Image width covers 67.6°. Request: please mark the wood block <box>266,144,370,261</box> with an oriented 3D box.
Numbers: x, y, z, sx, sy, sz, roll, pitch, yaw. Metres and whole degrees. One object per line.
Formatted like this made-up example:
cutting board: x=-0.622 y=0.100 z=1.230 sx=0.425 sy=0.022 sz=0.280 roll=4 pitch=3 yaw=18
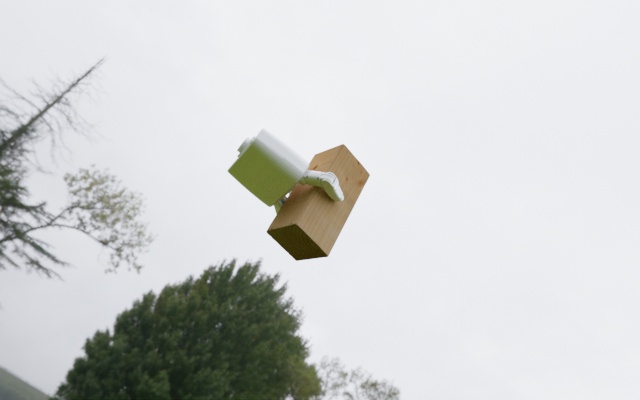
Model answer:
wood block: x=0.000 y=0.003 z=0.894 sx=0.091 sy=0.206 sz=0.090 roll=-15 pitch=-54 yaw=47
